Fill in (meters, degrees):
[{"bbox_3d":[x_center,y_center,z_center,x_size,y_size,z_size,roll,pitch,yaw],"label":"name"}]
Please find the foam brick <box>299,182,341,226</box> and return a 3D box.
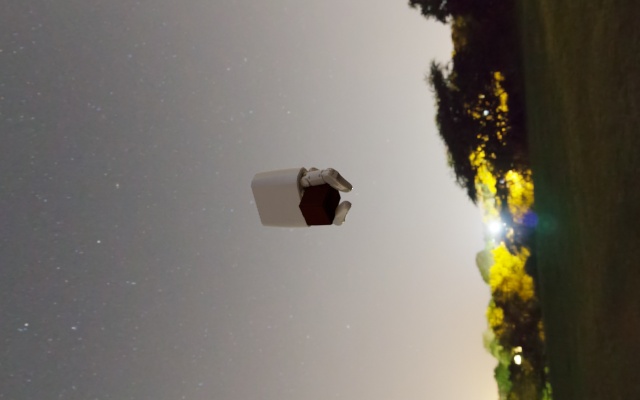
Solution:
[{"bbox_3d":[0.000,0.003,0.895,0.051,0.053,0.078,-3,41,23],"label":"foam brick"}]
